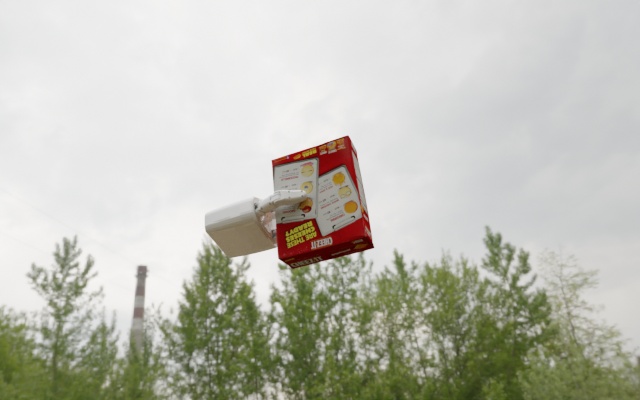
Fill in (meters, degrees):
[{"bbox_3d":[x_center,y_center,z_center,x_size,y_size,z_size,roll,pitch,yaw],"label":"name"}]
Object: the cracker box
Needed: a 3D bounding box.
[{"bbox_3d":[0.000,0.003,0.887,0.164,0.213,0.072,-16,-30,15],"label":"cracker box"}]
